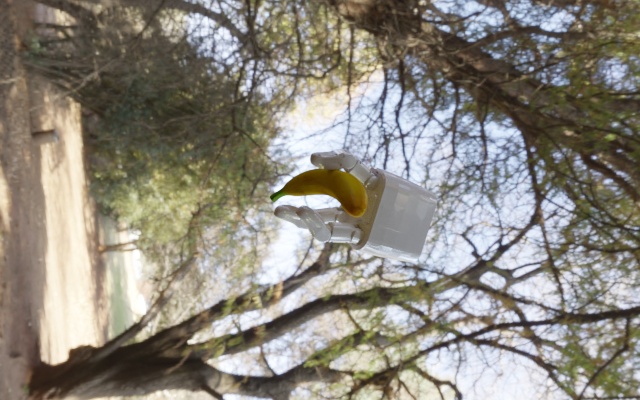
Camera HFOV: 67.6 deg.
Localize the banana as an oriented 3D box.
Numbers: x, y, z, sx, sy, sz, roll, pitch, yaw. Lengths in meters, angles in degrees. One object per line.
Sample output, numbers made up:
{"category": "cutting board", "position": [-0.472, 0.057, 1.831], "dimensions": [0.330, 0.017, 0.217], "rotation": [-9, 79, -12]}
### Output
{"category": "banana", "position": [0.008, -0.013, 0.623], "dimensions": [0.037, 0.069, 0.198], "rotation": [45, -21, -28]}
